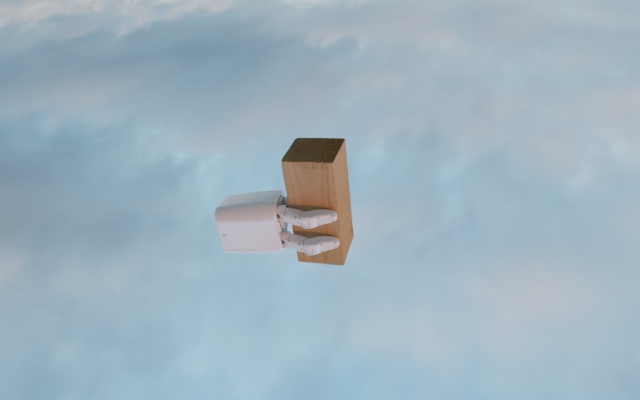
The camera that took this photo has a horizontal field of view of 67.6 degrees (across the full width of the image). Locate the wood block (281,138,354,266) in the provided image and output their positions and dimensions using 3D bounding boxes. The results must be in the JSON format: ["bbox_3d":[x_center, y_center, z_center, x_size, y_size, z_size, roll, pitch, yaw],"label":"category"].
[{"bbox_3d":[0.000,0.003,0.835,0.090,0.206,0.090,3,34,15],"label":"wood block"}]
